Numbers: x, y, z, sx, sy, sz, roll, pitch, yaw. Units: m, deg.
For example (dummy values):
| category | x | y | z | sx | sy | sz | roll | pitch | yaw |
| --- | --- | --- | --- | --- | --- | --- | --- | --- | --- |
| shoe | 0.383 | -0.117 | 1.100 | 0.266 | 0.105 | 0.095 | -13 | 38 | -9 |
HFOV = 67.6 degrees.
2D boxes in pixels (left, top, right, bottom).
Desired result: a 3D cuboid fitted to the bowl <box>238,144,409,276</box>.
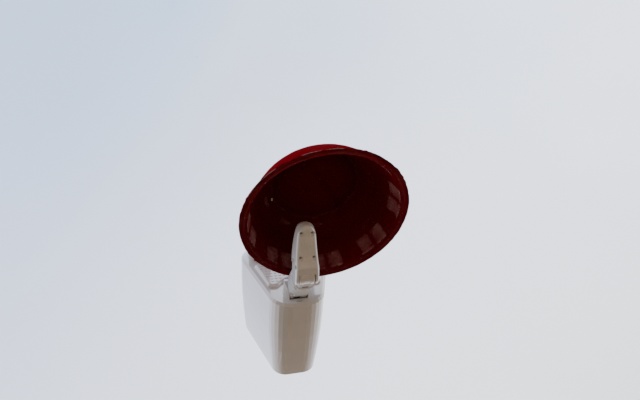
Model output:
| category | x | y | z | sx | sy | sz | roll | pitch | yaw |
| --- | --- | --- | --- | --- | --- | --- | --- | --- | --- |
| bowl | 0.000 | 0.000 | 0.461 | 0.162 | 0.162 | 0.055 | 0 | 41 | -16 |
